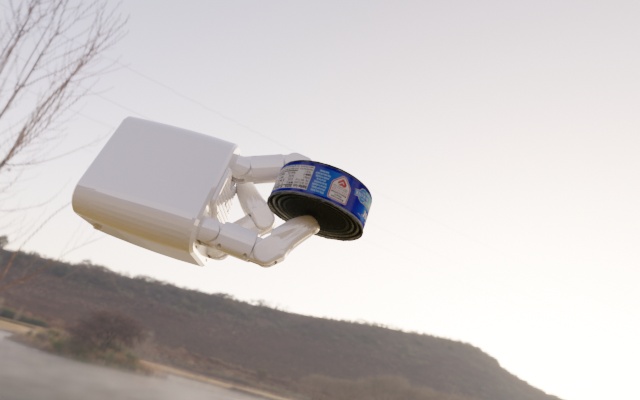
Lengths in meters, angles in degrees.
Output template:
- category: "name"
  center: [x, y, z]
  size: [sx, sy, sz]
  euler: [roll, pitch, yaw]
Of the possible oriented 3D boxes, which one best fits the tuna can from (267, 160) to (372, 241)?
- category: "tuna can"
  center: [0.000, 0.001, 0.408]
  size: [0.086, 0.033, 0.086]
  euler: [17, -22, 7]
